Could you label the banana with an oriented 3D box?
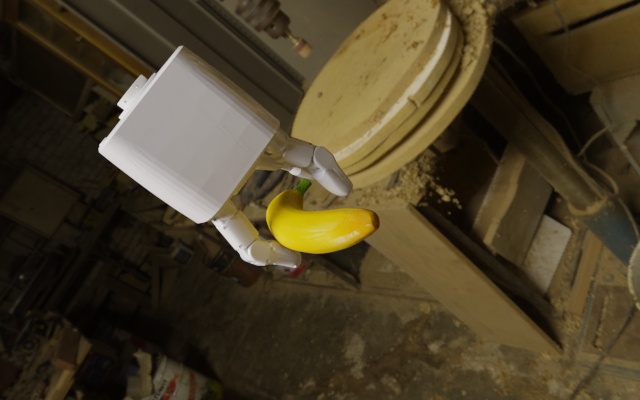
[{"bbox_3d":[-0.013,0.015,0.440,0.037,0.069,0.197,40,-3,-22],"label":"banana"}]
